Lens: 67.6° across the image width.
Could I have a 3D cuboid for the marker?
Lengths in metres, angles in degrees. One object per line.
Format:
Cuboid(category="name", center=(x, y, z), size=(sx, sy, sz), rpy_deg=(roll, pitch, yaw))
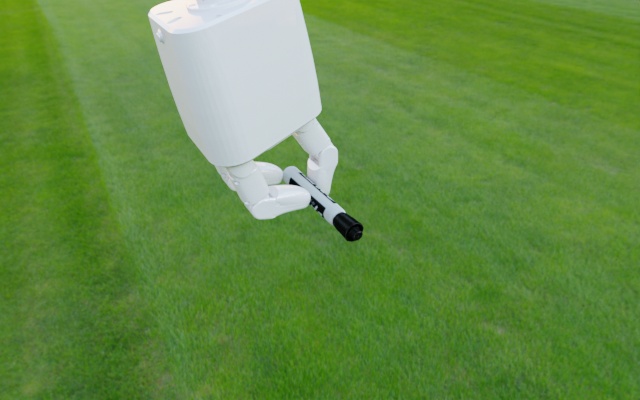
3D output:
Cuboid(category="marker", center=(0.000, 0.001, 0.438), size=(0.020, 0.020, 0.121), rpy_deg=(0, 28, -36))
